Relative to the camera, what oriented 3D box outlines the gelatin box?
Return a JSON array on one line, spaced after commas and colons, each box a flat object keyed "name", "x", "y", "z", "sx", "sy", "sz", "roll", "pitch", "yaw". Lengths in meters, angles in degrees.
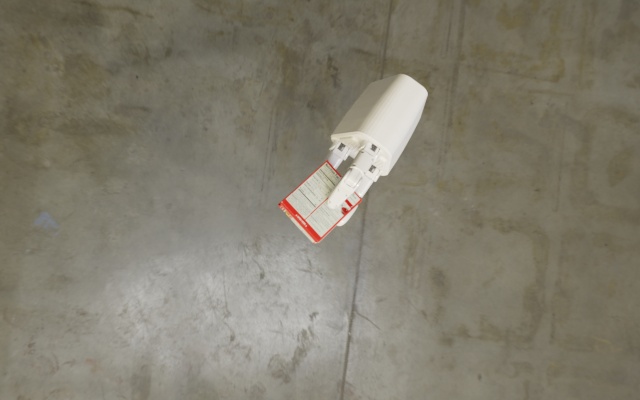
[{"name": "gelatin box", "x": 0.000, "y": 0.002, "z": 0.642, "sx": 0.089, "sy": 0.073, "sz": 0.030, "roll": -43, "pitch": 3, "yaw": -16}]
